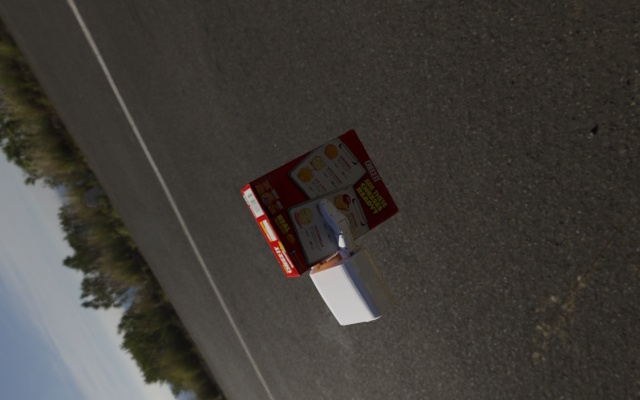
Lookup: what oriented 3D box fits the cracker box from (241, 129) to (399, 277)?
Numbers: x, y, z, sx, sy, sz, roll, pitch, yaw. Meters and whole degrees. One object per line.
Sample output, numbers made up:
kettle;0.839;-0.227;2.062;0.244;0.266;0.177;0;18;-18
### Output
cracker box;0.000;0.003;0.792;0.213;0.164;0.072;-30;3;-25
